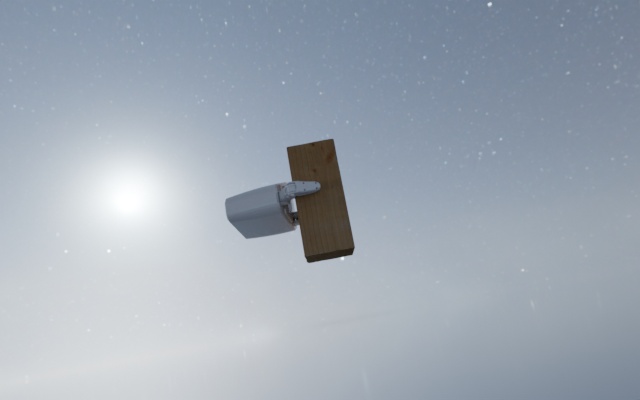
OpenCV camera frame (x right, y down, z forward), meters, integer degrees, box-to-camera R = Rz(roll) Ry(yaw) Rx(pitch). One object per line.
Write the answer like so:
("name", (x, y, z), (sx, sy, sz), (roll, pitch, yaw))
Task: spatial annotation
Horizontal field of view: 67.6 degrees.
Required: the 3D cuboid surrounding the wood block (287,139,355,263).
("wood block", (0.000, 0.003, 0.888), (0.090, 0.206, 0.091), (-10, -14, -1))
